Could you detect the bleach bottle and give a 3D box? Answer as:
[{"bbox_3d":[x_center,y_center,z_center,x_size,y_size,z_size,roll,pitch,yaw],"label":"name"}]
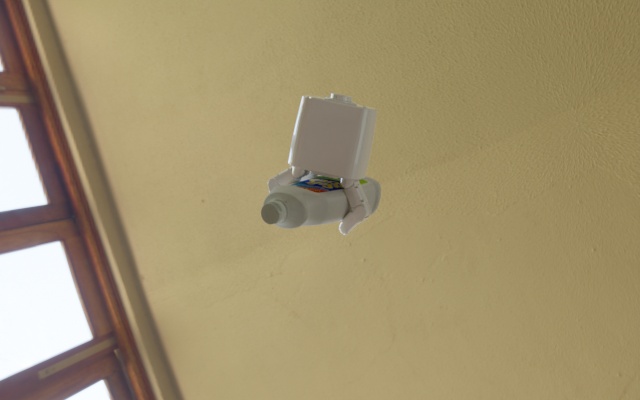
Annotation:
[{"bbox_3d":[0.000,0.002,0.725,0.102,0.068,0.251,18,16,25],"label":"bleach bottle"}]
